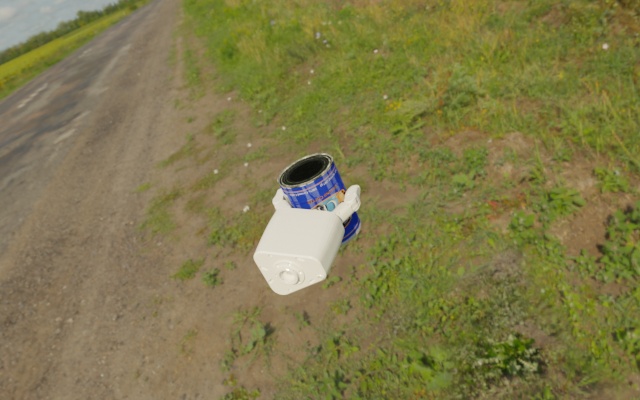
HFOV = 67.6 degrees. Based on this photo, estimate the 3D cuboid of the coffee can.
[{"bbox_3d":[0.000,0.003,0.837,0.103,0.140,0.102,-20,29,11],"label":"coffee can"}]
